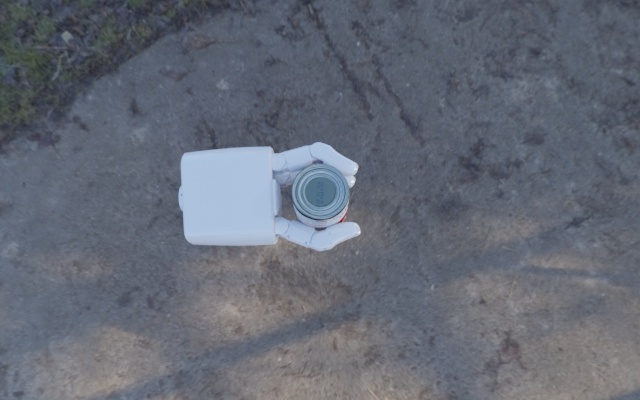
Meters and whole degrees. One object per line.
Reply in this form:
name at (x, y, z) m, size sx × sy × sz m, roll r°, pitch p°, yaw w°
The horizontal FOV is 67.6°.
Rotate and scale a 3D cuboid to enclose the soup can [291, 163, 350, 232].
soup can at (0.001, 0.002, 0.579) m, size 0.068 × 0.068 × 0.102 m, roll 0°, pitch -14°, yaw 1°
